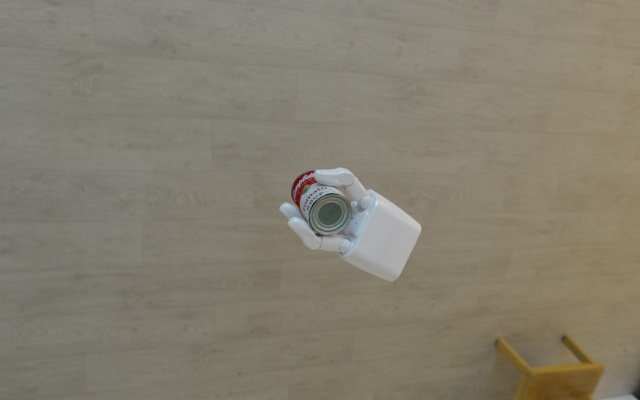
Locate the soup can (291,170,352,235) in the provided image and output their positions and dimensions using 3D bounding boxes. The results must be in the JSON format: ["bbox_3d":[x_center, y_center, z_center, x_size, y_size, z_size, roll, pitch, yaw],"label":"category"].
[{"bbox_3d":[0.000,0.002,0.727,0.068,0.068,0.102,0,22,-19],"label":"soup can"}]
